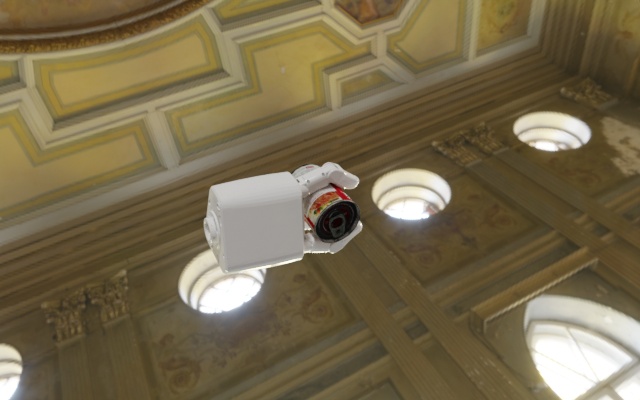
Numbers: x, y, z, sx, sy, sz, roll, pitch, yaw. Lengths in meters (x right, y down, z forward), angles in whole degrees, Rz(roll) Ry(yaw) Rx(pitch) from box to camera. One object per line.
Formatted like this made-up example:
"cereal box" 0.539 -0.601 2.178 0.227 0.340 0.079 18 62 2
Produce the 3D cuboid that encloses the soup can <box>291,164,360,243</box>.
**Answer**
"soup can" 0.000 0.002 0.660 0.068 0.068 0.102 0 32 -33
